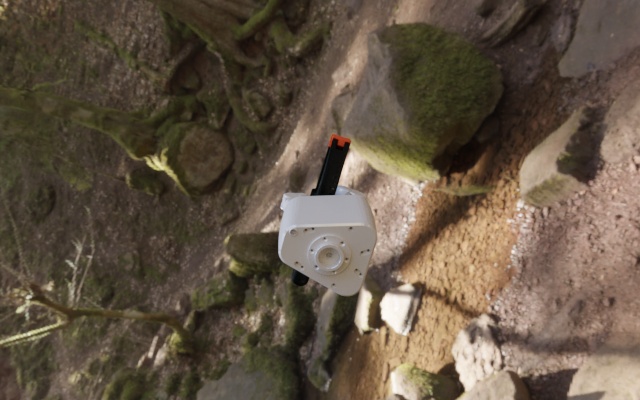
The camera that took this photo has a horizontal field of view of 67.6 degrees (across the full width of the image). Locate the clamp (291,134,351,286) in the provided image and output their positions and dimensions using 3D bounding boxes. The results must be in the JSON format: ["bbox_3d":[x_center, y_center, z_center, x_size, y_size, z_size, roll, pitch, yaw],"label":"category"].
[{"bbox_3d":[-0.001,0.002,0.710,0.036,0.210,0.164,16,15,-4],"label":"clamp"}]
